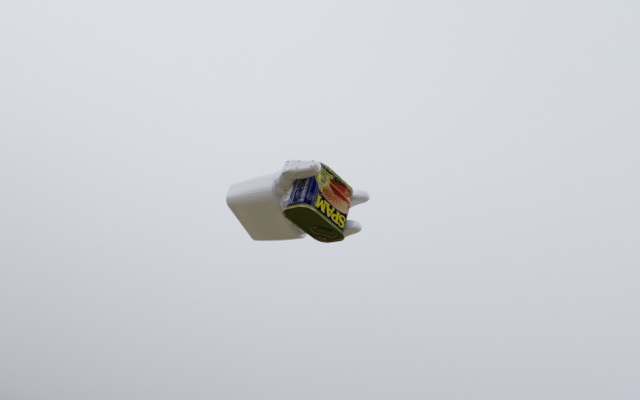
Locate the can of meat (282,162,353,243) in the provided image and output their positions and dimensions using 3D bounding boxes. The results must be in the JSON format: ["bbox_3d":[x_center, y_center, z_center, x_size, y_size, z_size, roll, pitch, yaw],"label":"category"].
[{"bbox_3d":[0.000,0.002,0.711,0.057,0.084,0.102,-13,-40,39],"label":"can of meat"}]
